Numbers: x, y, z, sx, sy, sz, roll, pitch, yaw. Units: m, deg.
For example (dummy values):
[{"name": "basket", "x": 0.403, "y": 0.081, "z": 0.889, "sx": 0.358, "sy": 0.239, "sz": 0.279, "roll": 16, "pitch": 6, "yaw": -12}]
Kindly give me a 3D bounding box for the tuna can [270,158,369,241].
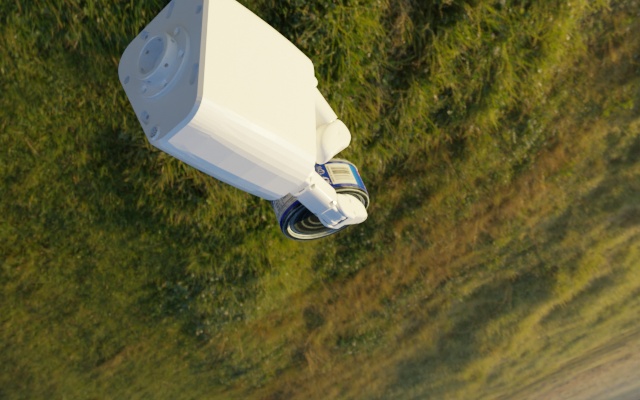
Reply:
[{"name": "tuna can", "x": 0.000, "y": 0.002, "z": 0.434, "sx": 0.086, "sy": 0.033, "sz": 0.086, "roll": -17, "pitch": -29, "yaw": -10}]
